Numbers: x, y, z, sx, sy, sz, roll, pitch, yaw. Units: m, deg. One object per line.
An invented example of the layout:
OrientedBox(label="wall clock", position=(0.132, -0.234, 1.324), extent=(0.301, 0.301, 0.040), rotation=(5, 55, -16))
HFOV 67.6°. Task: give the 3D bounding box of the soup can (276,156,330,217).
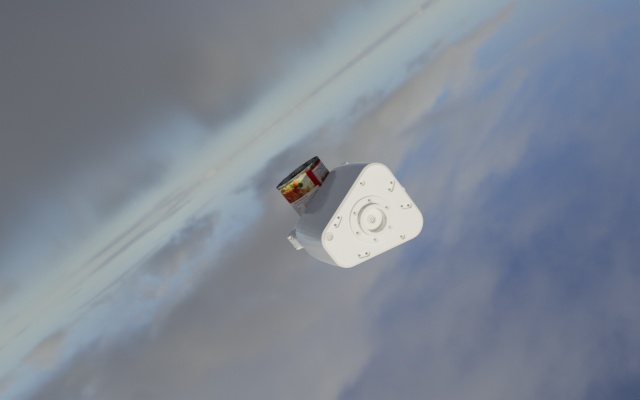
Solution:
OrientedBox(label="soup can", position=(0.000, 0.002, 0.626), extent=(0.068, 0.102, 0.068), rotation=(-37, 11, 8))
